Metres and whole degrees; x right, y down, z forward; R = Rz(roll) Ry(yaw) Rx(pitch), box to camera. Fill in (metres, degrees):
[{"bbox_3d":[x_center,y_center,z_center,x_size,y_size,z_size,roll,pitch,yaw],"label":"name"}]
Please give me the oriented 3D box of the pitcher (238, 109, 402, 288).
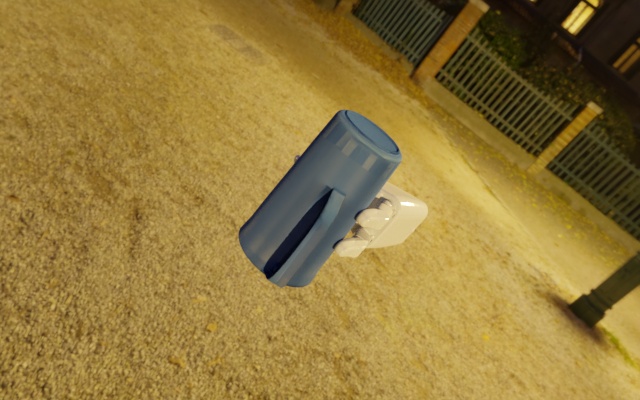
[{"bbox_3d":[0.000,0.002,0.662,0.145,0.243,0.149,7,38,-51],"label":"pitcher"}]
